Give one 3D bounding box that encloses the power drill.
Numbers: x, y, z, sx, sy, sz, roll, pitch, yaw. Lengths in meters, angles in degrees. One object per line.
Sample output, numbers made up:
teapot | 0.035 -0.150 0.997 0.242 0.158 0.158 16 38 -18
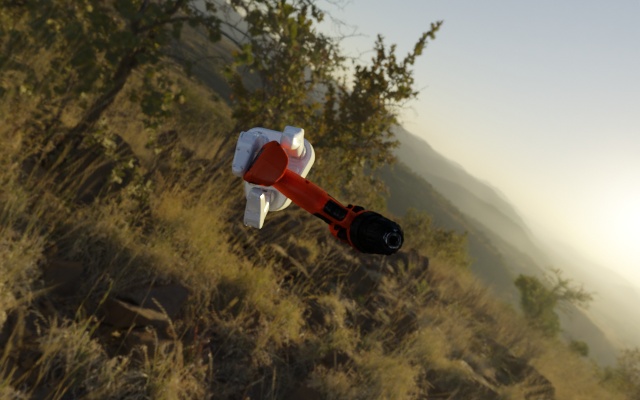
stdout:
power drill | 0.000 0.002 0.585 0.188 0.057 0.184 36 -8 -14
